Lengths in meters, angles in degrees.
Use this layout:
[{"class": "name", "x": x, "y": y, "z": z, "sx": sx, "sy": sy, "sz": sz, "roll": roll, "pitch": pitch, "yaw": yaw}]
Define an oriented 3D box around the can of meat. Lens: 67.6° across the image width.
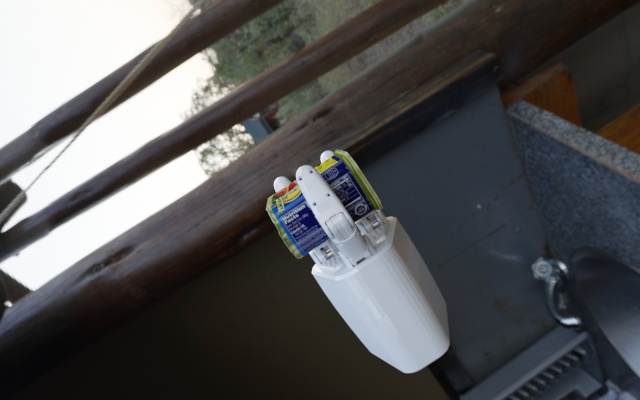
[{"class": "can of meat", "x": 0.000, "y": 0.002, "z": 0.430, "sx": 0.084, "sy": 0.057, "sz": 0.102, "roll": -34, "pitch": 9, "yaw": 1}]
